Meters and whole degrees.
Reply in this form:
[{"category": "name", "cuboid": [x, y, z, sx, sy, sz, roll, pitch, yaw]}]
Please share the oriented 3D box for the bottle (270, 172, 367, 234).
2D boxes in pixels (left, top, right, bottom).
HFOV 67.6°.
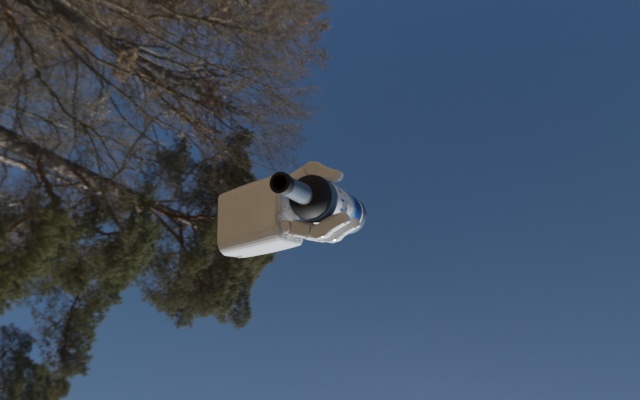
[{"category": "bottle", "cuboid": [0.000, 0.002, 0.714, 0.069, 0.069, 0.296, 0, -9, 20]}]
